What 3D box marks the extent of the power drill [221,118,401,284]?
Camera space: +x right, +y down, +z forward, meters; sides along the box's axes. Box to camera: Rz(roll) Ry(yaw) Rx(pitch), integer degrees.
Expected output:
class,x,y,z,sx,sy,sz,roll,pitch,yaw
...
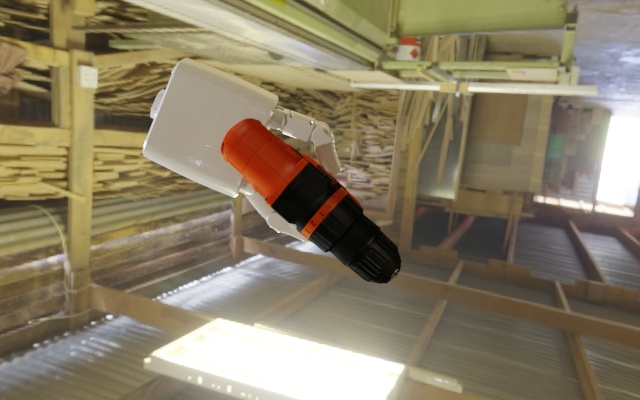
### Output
class,x,y,z,sx,sy,sz,roll,pitch,yaw
power drill,0.000,0.001,0.469,0.184,0.057,0.187,43,2,4
